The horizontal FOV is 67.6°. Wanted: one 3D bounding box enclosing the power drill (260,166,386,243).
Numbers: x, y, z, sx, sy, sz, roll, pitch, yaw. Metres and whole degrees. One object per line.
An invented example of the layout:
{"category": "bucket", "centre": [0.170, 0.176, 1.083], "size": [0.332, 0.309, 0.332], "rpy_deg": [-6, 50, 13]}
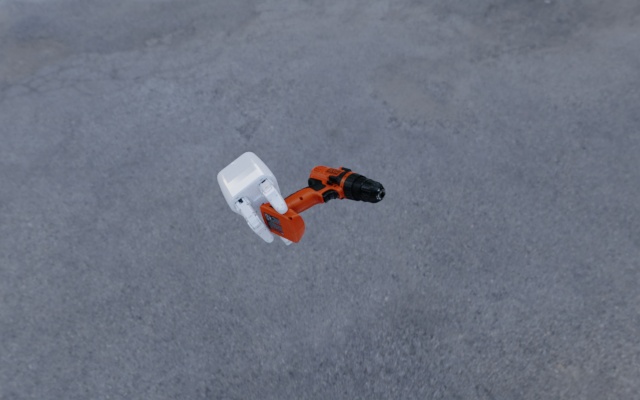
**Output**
{"category": "power drill", "centre": [0.000, 0.003, 0.867], "size": [0.187, 0.057, 0.184], "rpy_deg": [-32, 30, -30]}
